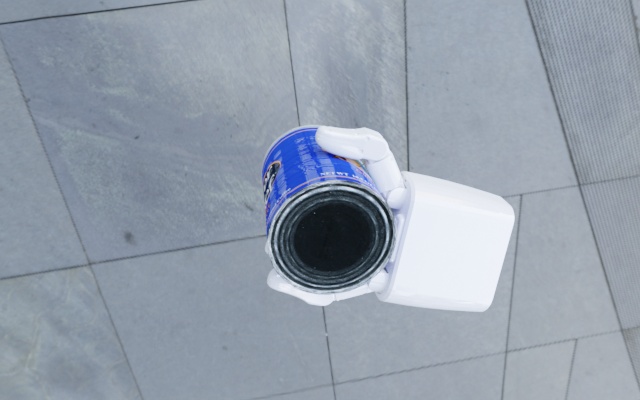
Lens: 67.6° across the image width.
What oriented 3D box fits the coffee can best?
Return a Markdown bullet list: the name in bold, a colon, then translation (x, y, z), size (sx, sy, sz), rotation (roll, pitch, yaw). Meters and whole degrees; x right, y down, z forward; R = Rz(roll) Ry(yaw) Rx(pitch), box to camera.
- **coffee can**: translation (0.000, 0.001, 0.431), size (0.103, 0.103, 0.140), rotation (0, 26, -9)
